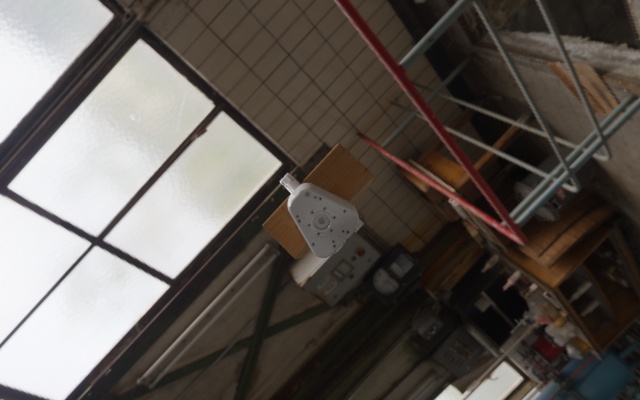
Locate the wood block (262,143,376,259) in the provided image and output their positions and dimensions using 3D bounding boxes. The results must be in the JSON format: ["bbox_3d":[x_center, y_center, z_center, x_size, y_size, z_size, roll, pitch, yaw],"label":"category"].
[{"bbox_3d":[0.000,0.003,0.897,0.091,0.206,0.090,44,3,8],"label":"wood block"}]
